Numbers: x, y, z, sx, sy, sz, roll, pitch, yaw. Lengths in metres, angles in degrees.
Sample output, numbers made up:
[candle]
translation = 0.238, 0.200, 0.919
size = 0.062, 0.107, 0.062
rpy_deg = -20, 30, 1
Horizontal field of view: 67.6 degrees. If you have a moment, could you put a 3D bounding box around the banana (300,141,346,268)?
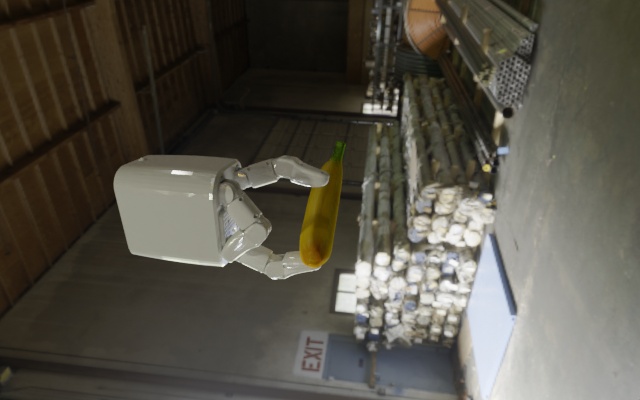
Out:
[banana]
translation = 0.000, 0.014, 0.531
size = 0.037, 0.070, 0.197
rpy_deg = 6, 41, 5
